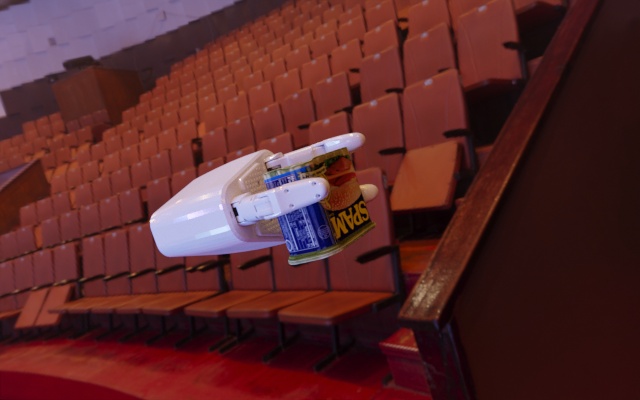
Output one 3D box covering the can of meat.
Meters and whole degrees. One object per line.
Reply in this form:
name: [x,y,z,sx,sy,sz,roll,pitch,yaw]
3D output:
can of meat: [0.000,0.001,0.445,0.057,0.084,0.102,-16,6,33]
